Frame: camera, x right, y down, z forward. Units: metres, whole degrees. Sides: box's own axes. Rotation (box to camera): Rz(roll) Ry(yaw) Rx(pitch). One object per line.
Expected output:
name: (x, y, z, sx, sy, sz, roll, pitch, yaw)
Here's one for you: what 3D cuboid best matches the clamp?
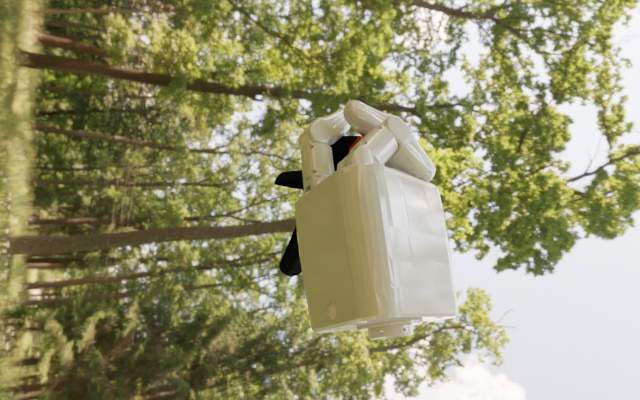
clamp: (0.001, 0.001, 0.460, 0.039, 0.120, 0.171, 5, -22, -30)
